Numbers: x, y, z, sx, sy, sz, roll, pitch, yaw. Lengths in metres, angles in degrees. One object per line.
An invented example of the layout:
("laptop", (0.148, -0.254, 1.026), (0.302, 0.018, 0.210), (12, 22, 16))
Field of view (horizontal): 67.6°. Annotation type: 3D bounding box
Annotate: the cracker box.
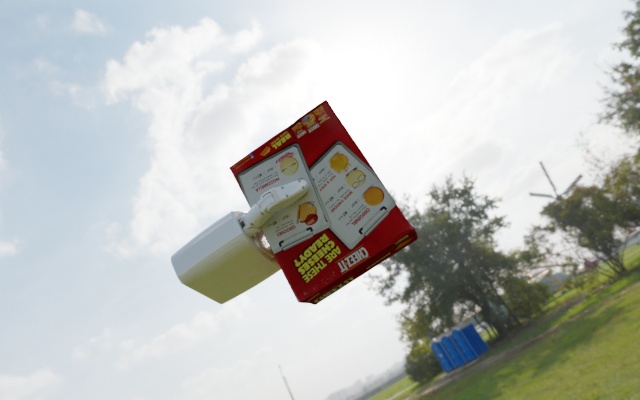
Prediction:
("cracker box", (0.000, 0.002, 0.626), (0.164, 0.213, 0.072), (-34, -22, 7))
